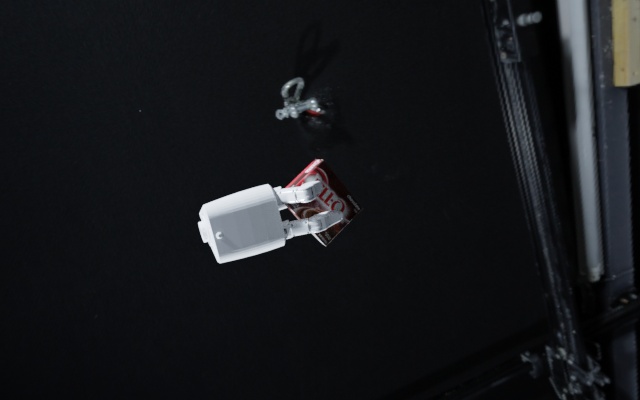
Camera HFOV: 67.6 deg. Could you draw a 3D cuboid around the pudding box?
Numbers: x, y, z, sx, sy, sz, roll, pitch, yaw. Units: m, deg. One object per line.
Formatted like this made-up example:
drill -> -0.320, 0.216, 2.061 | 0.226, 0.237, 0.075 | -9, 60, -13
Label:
pudding box -> 0.000, 0.003, 0.775 | 0.090, 0.113, 0.039 | -44, 23, -10
